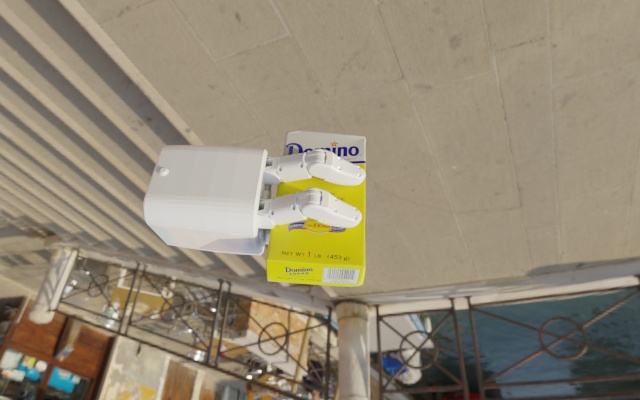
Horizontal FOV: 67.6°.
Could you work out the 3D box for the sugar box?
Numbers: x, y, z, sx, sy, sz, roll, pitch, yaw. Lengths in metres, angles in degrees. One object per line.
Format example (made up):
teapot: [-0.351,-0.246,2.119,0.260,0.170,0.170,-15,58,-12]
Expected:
sugar box: [0.000,0.001,0.497,0.093,0.176,0.048,4,-37,-1]
